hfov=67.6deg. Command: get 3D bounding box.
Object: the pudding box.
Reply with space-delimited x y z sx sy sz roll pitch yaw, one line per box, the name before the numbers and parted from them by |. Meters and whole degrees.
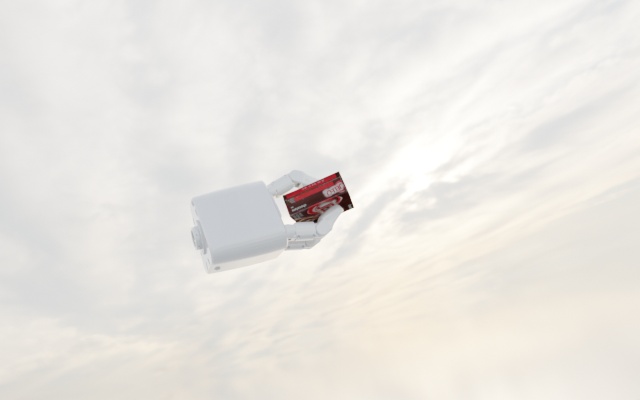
pudding box | 0.000 0.002 0.718 0.090 0.039 0.113 -23 -13 4
